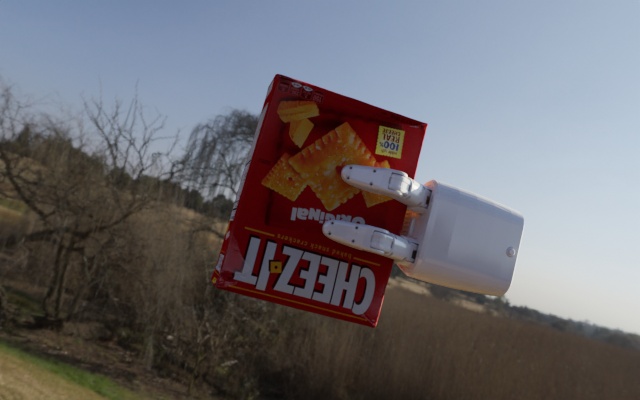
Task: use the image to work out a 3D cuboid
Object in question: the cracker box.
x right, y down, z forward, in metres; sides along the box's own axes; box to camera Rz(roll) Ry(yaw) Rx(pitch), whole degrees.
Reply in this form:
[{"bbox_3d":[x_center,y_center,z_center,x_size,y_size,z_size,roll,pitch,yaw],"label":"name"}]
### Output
[{"bbox_3d":[0.000,0.001,0.482,0.164,0.213,0.072,17,-7,-12],"label":"cracker box"}]
